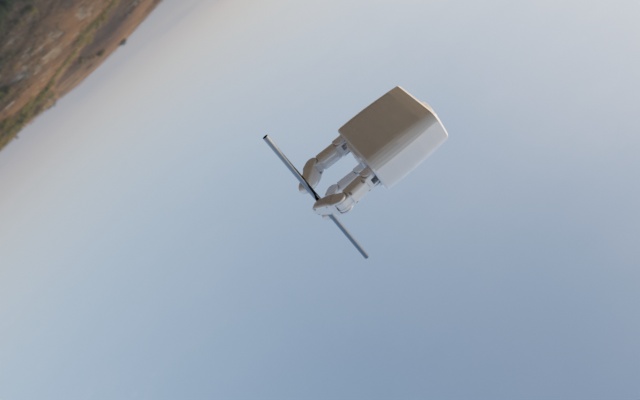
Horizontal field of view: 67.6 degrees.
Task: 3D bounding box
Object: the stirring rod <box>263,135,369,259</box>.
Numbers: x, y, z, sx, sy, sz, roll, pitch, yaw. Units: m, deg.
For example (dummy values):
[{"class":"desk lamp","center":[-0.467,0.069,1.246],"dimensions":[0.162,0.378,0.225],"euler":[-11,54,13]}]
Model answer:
[{"class":"stirring rod","center":[0.000,0.002,0.646],"dimensions":[0.011,0.011,0.240],"euler":[0,-42,50]}]
